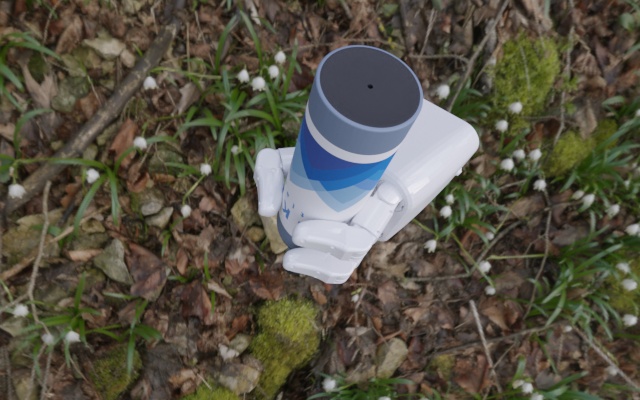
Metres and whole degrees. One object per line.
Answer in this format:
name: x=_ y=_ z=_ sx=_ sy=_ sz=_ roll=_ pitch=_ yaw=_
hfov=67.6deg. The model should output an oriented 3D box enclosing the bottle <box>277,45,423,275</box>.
bottle: x=0.000 y=0.001 z=0.408 sx=0.069 sy=0.069 sz=0.296 roll=0 pitch=-28 yaw=-13
